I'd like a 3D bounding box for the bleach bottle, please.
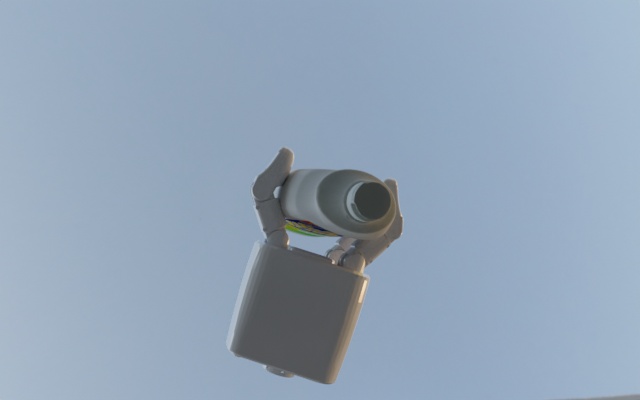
[{"bbox_3d":[0.000,0.002,0.467,0.102,0.068,0.251,20,-7,-13],"label":"bleach bottle"}]
